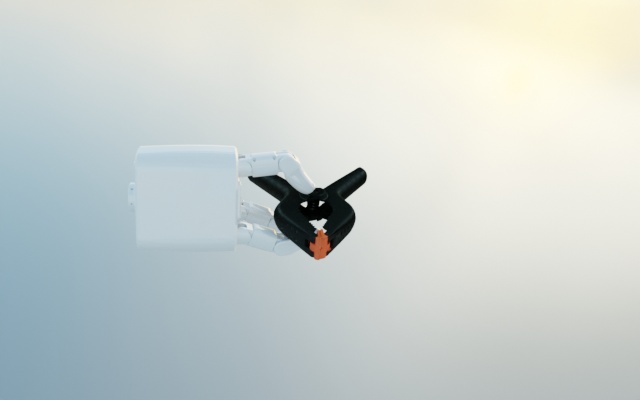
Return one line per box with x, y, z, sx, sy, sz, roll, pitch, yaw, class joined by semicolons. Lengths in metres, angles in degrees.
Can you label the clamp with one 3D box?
0.000;0.001;0.583;0.164;0.036;0.210;-3;27;-12;clamp
